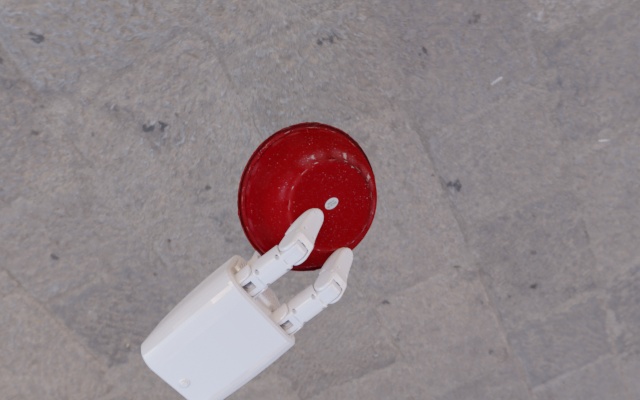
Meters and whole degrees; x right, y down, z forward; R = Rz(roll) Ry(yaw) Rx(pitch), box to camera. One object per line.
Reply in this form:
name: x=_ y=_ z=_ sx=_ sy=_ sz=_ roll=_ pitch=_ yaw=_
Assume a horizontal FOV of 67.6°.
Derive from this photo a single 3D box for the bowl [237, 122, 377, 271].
bowl: x=0.001 y=0.001 z=0.490 sx=0.162 sy=0.162 sz=0.055 roll=0 pitch=9 yaw=-25
